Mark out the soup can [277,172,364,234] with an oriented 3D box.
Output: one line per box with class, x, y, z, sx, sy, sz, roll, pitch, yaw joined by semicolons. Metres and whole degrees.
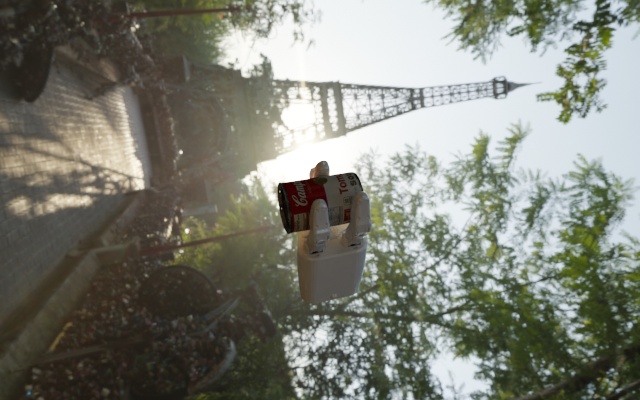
soup can;0.000;0.002;0.628;0.102;0.068;0.068;-10;2;-13
